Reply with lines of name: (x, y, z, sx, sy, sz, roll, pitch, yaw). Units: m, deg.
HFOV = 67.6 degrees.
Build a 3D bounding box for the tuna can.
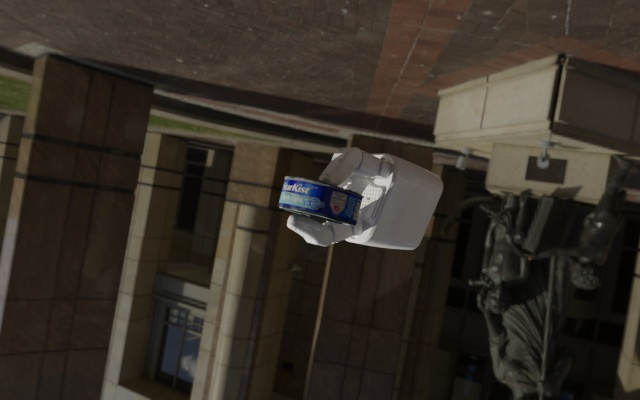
tuna can: (0.000, 0.002, 0.502, 0.086, 0.034, 0.086, 14, -4, 1)
